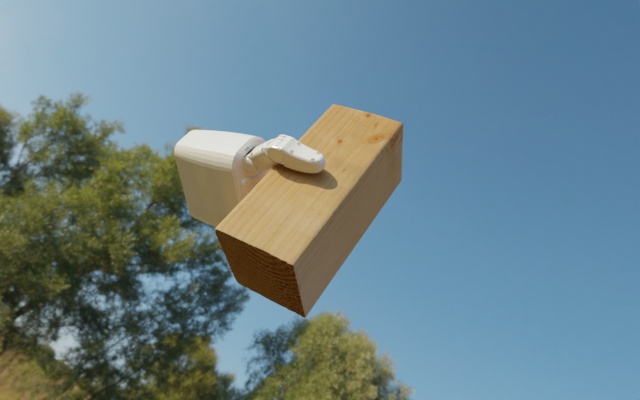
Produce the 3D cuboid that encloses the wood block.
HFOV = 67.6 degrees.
[{"bbox_3d":[0.000,0.001,0.495,0.090,0.091,0.206,21,54,26],"label":"wood block"}]
